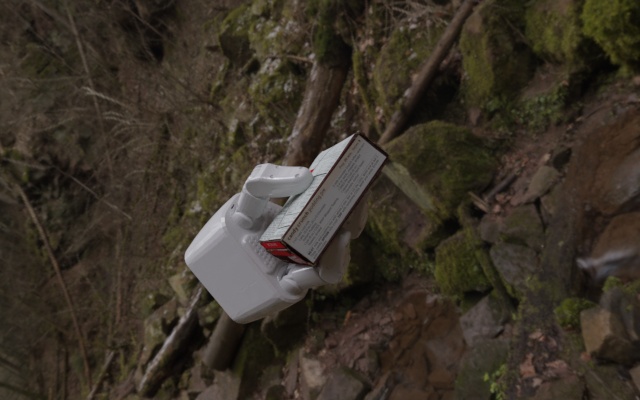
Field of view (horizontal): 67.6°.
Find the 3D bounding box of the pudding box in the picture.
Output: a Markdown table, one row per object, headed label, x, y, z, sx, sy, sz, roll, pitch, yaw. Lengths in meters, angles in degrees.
| label | x | y | z | sx | sy | sz | roll | pitch | yaw |
| --- | --- | --- | --- | --- | --- | --- | --- | --- | --- |
| pudding box | 0.000 | 0.001 | 0.408 | 0.039 | 0.113 | 0.090 | 37 | -14 | -12 |
